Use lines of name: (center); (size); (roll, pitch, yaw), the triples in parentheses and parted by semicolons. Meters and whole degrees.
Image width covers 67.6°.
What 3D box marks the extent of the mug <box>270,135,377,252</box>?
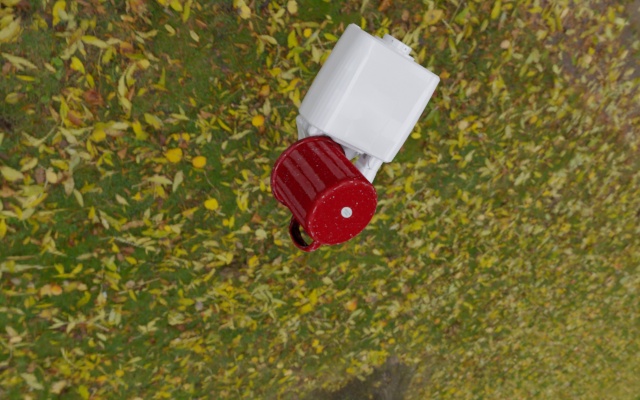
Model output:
mug: (-0.001, 0.003, 0.500); (0.093, 0.117, 0.081); (12, 27, -38)
